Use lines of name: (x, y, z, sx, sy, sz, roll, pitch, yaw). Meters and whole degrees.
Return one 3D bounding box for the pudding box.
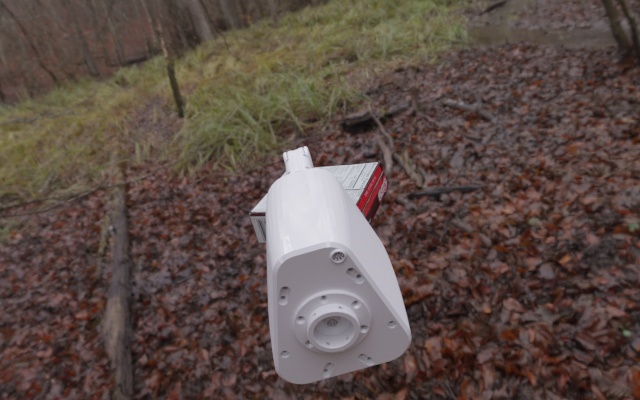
pudding box: (0.000, 0.001, 0.465, 0.113, 0.039, 0.090, -1, 31, 26)
